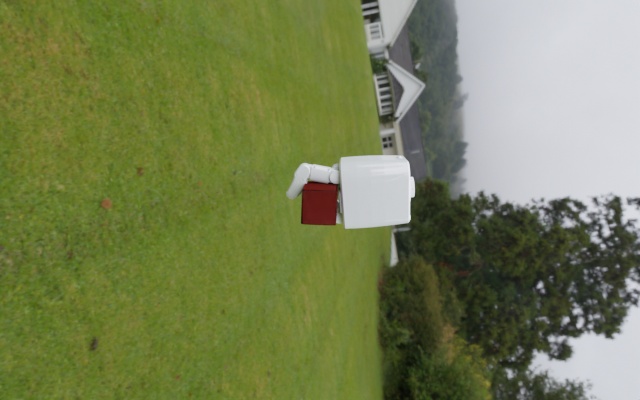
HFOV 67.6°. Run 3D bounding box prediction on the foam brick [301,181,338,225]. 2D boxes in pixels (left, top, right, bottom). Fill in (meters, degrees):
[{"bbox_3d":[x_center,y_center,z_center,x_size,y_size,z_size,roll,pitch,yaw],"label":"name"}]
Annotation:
[{"bbox_3d":[0.000,0.003,0.719,0.051,0.053,0.078,3,13,3],"label":"foam brick"}]
